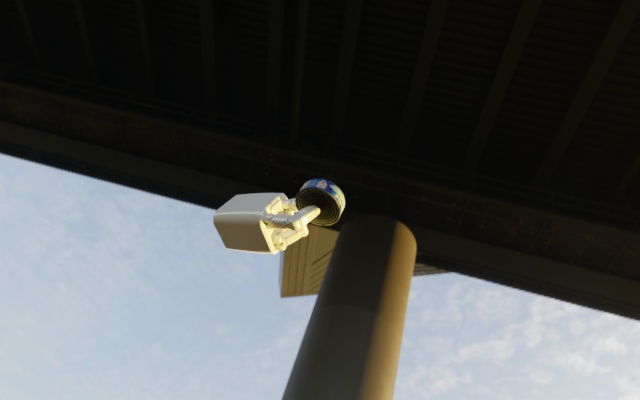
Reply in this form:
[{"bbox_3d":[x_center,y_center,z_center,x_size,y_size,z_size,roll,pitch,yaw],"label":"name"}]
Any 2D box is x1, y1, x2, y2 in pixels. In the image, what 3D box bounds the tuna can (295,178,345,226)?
[{"bbox_3d":[0.000,0.002,0.854,0.086,0.086,0.033,0,37,26],"label":"tuna can"}]
